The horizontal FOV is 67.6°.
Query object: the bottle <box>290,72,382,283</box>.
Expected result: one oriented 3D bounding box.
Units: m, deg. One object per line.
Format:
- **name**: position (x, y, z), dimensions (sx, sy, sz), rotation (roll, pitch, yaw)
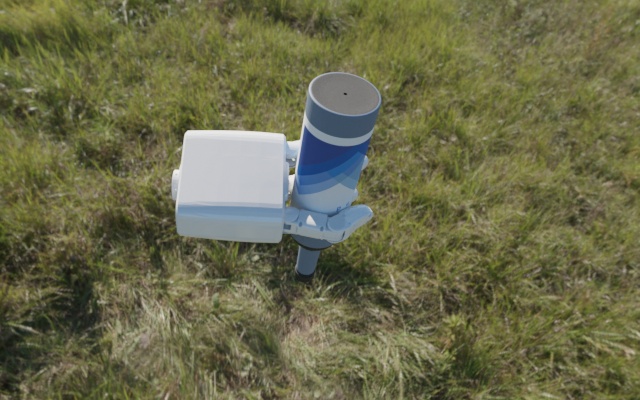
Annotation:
- **bottle**: position (0.000, 0.002, 0.534), dimensions (0.069, 0.069, 0.296), rotation (0, -41, -12)
